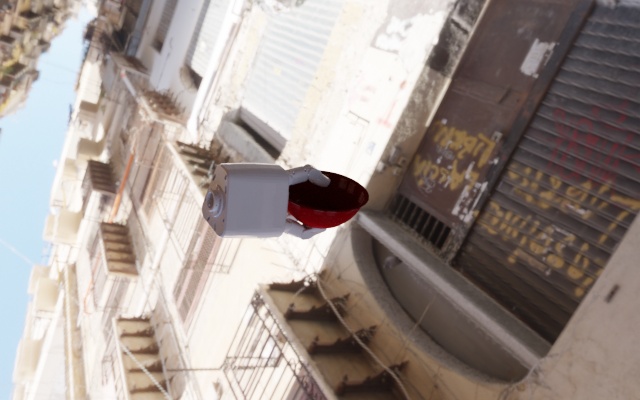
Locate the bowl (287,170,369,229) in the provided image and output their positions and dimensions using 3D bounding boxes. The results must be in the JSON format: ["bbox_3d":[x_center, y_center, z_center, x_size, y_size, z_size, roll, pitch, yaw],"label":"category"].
[{"bbox_3d":[0.001,0.003,0.830,0.162,0.055,0.162,6,27,-3],"label":"bowl"}]
